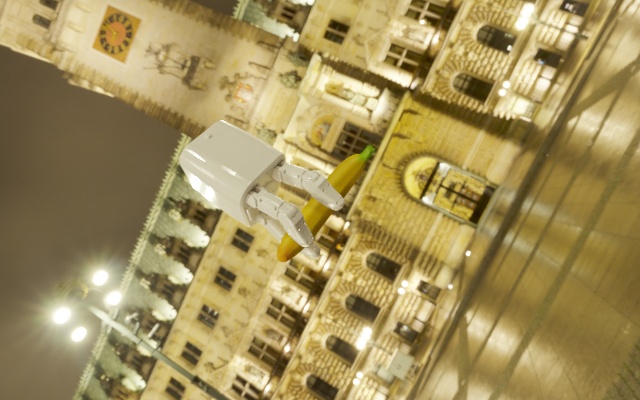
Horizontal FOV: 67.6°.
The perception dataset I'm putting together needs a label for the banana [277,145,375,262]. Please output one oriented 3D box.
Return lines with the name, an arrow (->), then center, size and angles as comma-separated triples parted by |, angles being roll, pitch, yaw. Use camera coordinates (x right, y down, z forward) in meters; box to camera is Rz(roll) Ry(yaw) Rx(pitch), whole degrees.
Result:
banana -> 0.002, 0.004, 0.653 | 0.037, 0.197, 0.070 | 36, -11, 9
